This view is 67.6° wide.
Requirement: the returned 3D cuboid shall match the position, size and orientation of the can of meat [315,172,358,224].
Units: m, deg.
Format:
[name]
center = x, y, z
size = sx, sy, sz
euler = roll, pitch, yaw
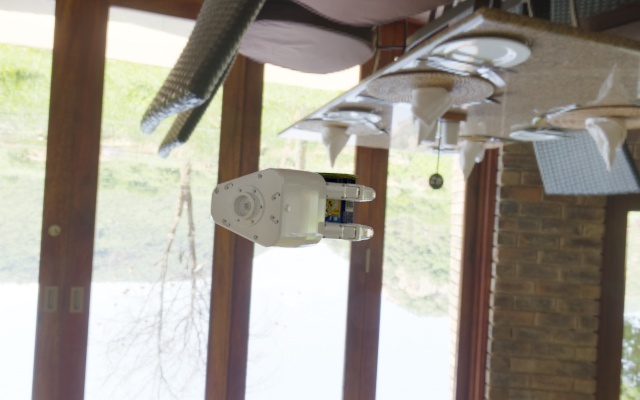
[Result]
[can of meat]
center = 0.000, 0.003, 0.692
size = 0.102, 0.084, 0.057
euler = 3, -1, 23
